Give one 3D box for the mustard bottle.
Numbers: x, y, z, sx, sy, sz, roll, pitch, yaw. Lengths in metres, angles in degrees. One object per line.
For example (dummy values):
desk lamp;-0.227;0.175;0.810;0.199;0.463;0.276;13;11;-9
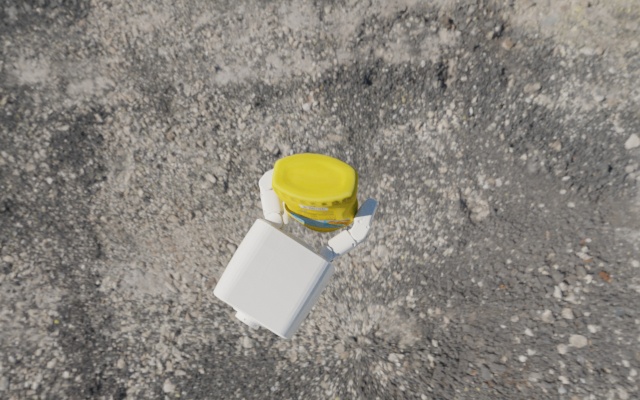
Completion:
mustard bottle;0.000;0.002;0.610;0.096;0.058;0.192;5;-17;6
